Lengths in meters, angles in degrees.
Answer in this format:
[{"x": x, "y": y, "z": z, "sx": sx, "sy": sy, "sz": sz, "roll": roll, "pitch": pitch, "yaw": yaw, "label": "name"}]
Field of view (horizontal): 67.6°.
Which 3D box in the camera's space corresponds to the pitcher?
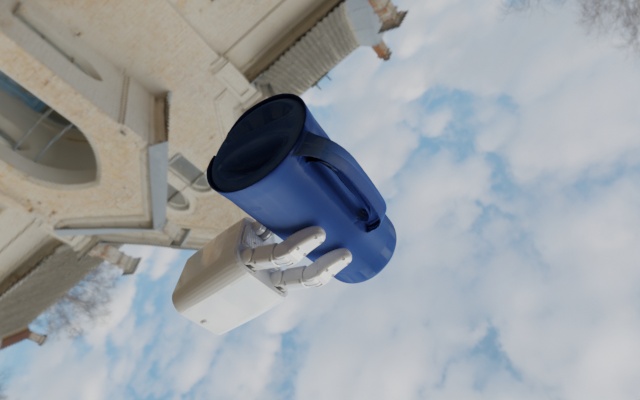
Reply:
[{"x": 0.000, "y": 0.002, "z": 0.564, "sx": 0.145, "sy": 0.149, "sz": 0.243, "roll": -35, "pitch": -50, "yaw": 12, "label": "pitcher"}]
